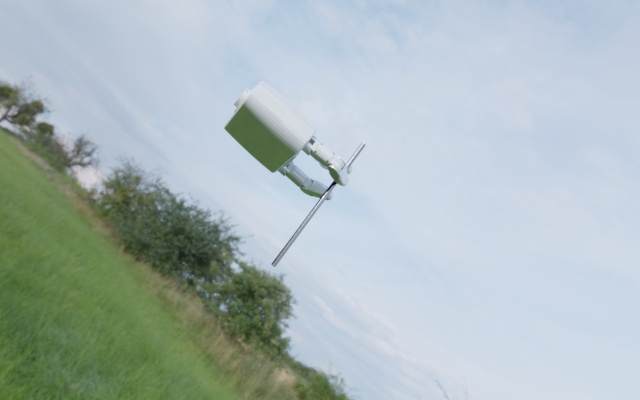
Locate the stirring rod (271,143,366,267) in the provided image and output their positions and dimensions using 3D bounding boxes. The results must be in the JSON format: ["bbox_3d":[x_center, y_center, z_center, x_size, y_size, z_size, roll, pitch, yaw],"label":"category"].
[{"bbox_3d":[0.000,0.002,0.727,0.011,0.239,0.011,33,-17,12],"label":"stirring rod"}]
